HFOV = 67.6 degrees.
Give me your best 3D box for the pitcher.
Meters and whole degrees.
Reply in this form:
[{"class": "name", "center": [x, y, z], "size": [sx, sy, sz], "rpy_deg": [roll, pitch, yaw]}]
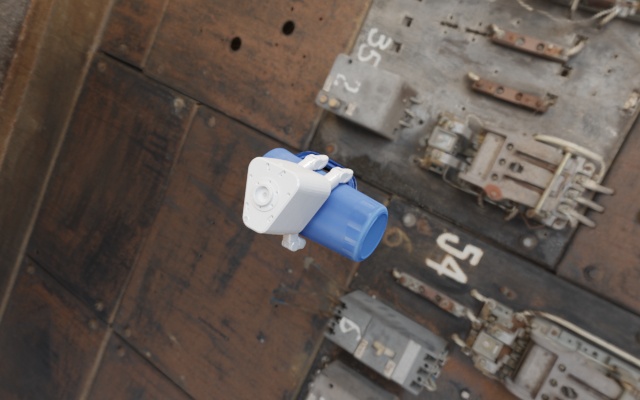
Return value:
[{"class": "pitcher", "center": [0.000, 0.003, 0.866], "size": [0.243, 0.149, 0.145], "rpy_deg": [27, 9, 24]}]
